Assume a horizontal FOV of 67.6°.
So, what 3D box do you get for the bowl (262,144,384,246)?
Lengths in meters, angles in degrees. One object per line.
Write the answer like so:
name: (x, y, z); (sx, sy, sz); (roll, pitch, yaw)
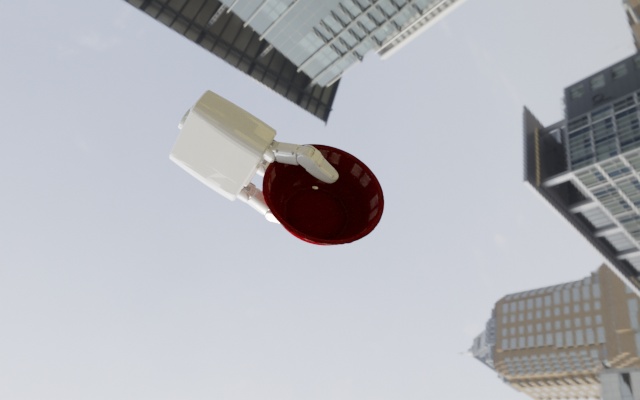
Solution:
bowl: (0.001, 0.003, 0.634); (0.162, 0.162, 0.055); (0, -36, -15)
